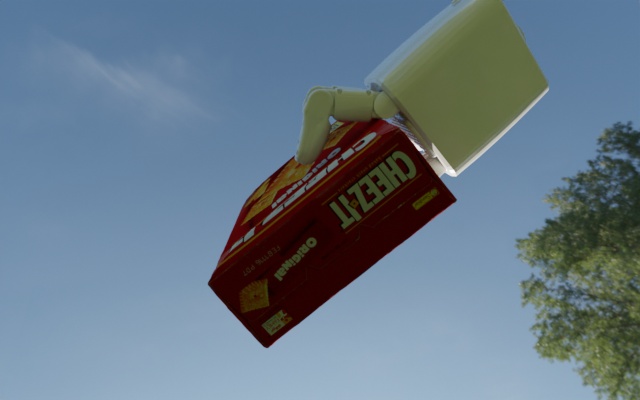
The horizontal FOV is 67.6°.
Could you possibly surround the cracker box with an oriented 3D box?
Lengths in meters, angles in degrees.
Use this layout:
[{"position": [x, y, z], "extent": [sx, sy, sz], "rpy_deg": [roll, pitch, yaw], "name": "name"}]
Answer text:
[{"position": [0.000, 0.001, 0.408], "extent": [0.164, 0.072, 0.213], "rpy_deg": [-40, 12, 7], "name": "cracker box"}]
